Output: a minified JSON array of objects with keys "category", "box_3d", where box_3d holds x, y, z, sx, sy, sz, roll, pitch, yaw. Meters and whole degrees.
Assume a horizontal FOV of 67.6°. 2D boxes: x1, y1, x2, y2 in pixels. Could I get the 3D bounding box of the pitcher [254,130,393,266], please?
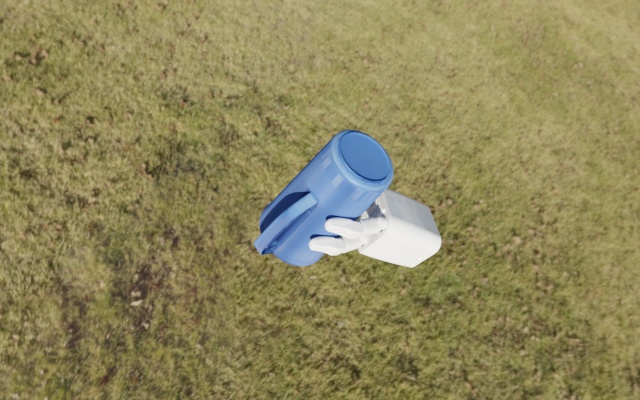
[{"category":"pitcher","box_3d":[0.000,0.003,0.763,0.145,0.149,0.243,21,-40,-20]}]
